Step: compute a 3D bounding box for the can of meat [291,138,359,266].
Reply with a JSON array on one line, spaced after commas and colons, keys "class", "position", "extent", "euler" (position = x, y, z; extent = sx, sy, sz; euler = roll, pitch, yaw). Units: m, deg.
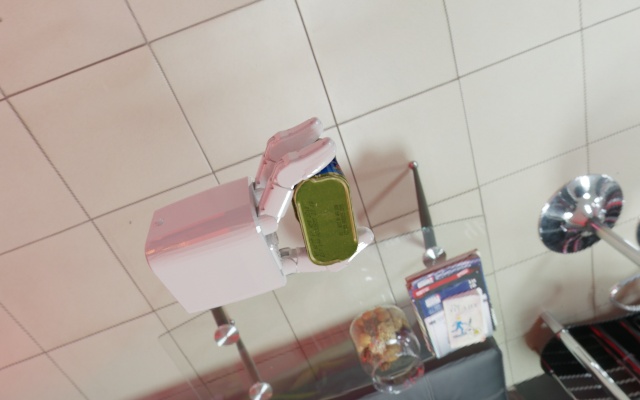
[{"class": "can of meat", "position": [0.000, 0.002, 0.473], "extent": [0.057, 0.102, 0.084], "euler": [-14, 29, -3]}]
